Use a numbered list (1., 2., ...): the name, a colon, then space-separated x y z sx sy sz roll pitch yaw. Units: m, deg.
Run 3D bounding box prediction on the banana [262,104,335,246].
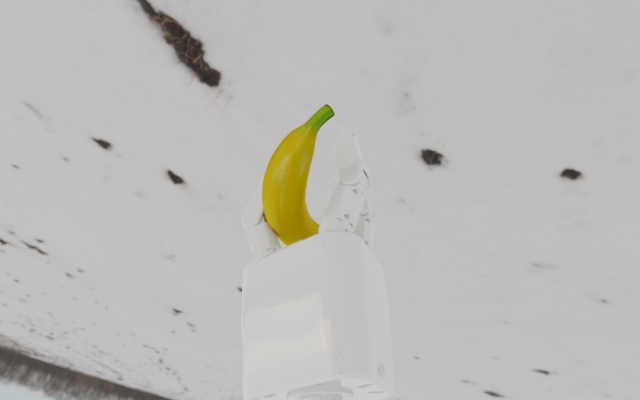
1. banana: -0.017 0.005 0.430 0.069 0.037 0.198 -18 -35 -13
